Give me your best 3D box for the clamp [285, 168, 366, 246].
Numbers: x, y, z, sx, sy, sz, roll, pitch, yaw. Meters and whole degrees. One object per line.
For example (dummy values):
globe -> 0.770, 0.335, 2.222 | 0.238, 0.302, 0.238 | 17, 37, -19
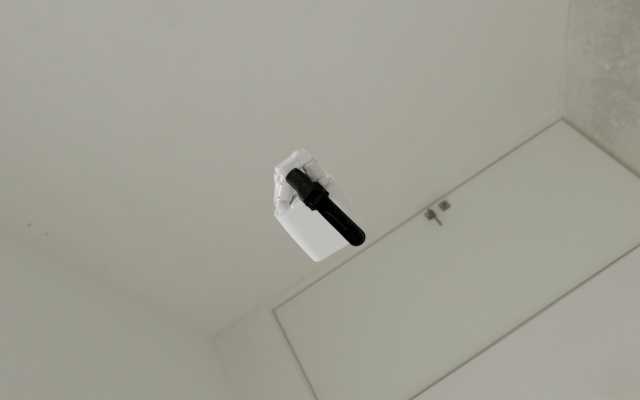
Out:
clamp -> 0.000, 0.002, 0.668 | 0.039, 0.120, 0.171 | -40, 21, 2
